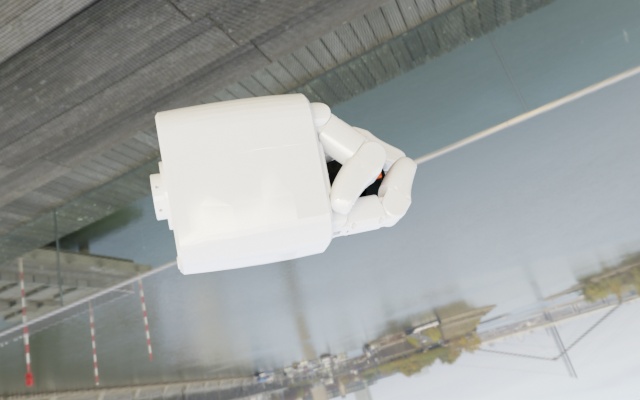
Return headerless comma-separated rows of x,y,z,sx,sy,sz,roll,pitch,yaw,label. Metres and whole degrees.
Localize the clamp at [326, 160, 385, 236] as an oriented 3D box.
0.000,0.002,0.441,0.120,0.039,0.171,-9,-21,-17,clamp
